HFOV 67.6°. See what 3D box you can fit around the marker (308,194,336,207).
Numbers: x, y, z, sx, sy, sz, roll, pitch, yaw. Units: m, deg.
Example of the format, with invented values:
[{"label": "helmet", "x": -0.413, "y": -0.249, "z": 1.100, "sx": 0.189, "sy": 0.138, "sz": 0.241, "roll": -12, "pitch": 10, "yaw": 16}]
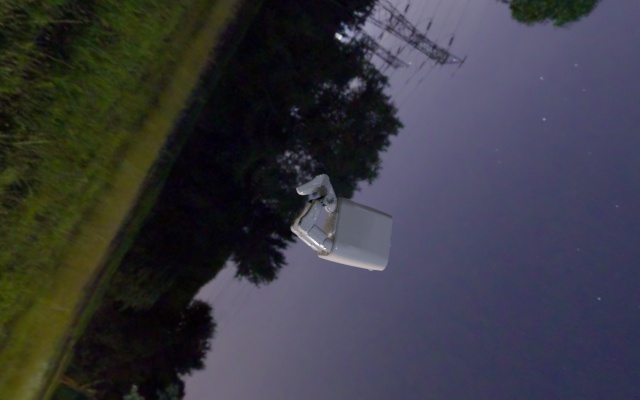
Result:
[{"label": "marker", "x": 0.000, "y": 0.003, "z": 0.841, "sx": 0.020, "sy": 0.020, "sz": 0.121, "roll": 0, "pitch": -5, "yaw": -16}]
